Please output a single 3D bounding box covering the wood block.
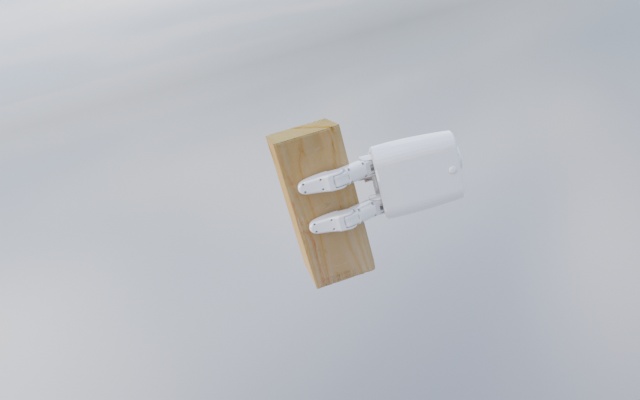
[{"bbox_3d":[0.000,0.002,0.660,0.090,0.206,0.090,-18,18,-7],"label":"wood block"}]
